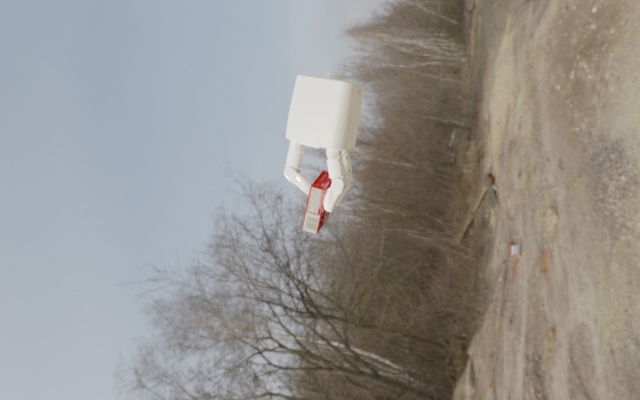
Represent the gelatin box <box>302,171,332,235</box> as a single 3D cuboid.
[{"bbox_3d":[0.000,0.003,0.817,0.030,0.089,0.073,17,26,10],"label":"gelatin box"}]
